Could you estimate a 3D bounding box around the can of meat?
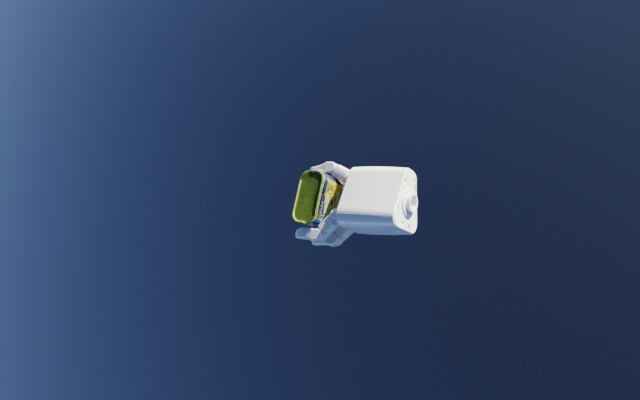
[{"bbox_3d":[0.000,0.003,0.855,0.057,0.102,0.084,6,-10,35],"label":"can of meat"}]
